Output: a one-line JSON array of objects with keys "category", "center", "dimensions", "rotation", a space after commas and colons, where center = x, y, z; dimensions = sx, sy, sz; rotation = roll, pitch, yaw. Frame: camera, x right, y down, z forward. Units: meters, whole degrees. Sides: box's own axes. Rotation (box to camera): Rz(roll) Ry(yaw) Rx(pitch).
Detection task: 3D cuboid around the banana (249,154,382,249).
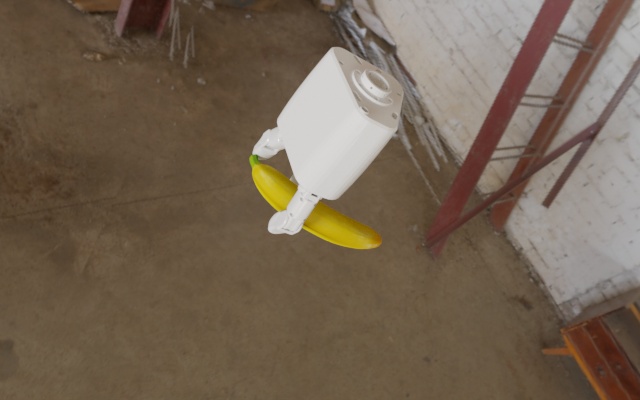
[{"category": "banana", "center": [-0.007, 0.010, 0.574], "dimensions": [0.198, 0.037, 0.069], "rotation": [35, 34, -7]}]
